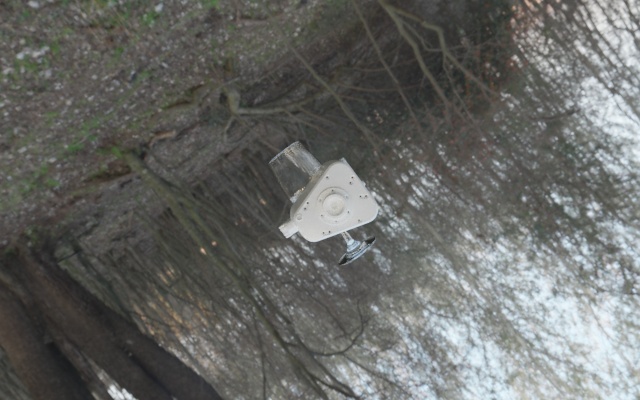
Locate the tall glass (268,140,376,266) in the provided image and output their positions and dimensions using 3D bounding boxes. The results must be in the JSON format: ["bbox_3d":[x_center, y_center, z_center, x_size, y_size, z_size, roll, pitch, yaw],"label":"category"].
[{"bbox_3d":[0.000,0.003,0.762,0.079,0.201,0.079,-37,5,3],"label":"tall glass"}]
